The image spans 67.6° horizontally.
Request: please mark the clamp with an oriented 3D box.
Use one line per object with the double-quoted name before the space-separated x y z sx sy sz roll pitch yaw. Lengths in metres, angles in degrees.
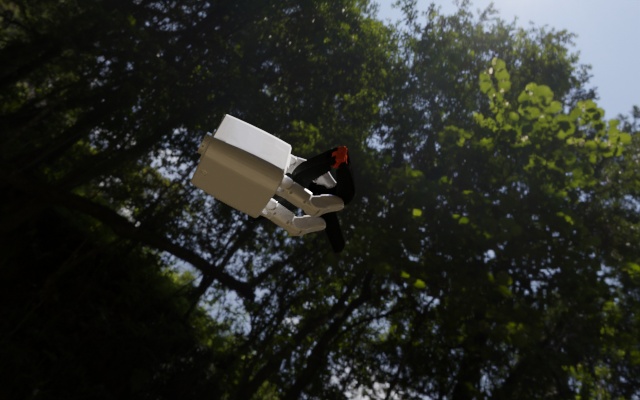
"clamp" 0.000 0.001 0.707 0.164 0.036 0.210 25 -43 -15
